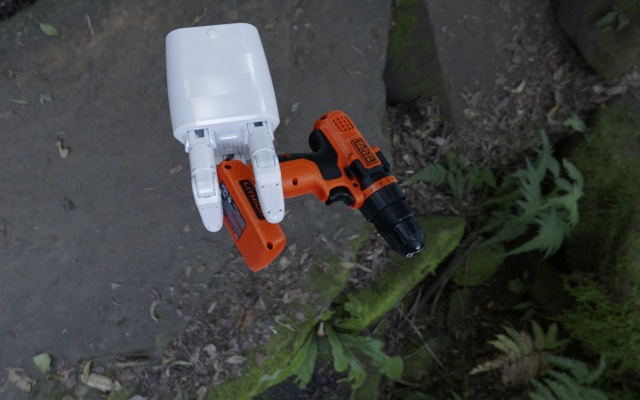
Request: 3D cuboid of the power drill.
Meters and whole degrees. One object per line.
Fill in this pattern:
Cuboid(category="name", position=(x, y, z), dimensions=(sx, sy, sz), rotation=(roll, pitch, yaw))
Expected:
Cuboid(category="power drill", position=(0.000, 0.001, 0.484), dimensions=(0.187, 0.184, 0.057), rotation=(-21, -22, -35))
